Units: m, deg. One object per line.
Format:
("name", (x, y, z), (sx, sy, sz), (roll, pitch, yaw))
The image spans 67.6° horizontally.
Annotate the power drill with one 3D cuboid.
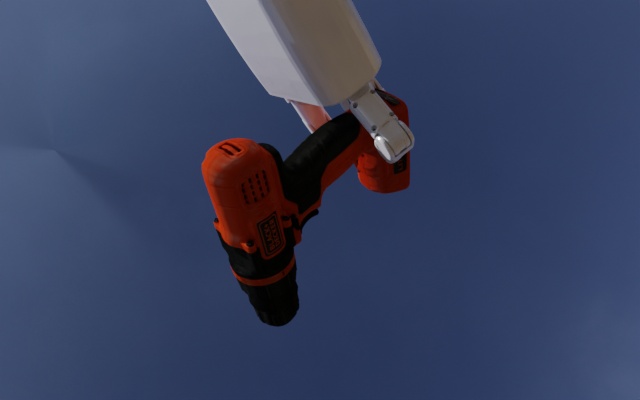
("power drill", (0.000, 0.001, 0.408), (0.057, 0.185, 0.187), (29, 53, 36))
